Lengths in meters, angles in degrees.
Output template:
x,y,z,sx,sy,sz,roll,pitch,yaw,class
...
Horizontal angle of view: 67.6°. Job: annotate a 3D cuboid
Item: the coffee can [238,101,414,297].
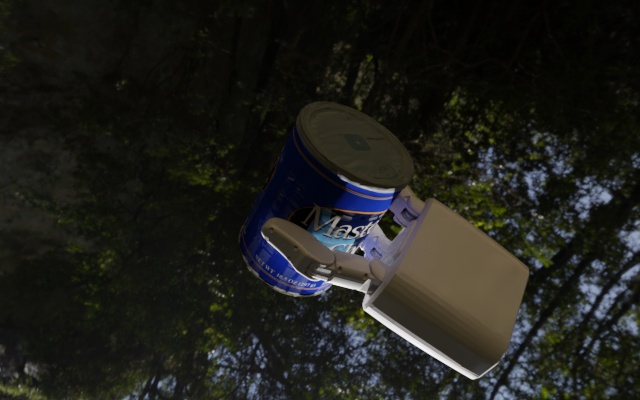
x,y,z,sx,sy,sz,roll,pitch,yaw,class
0.000,0.001,0.416,0.103,0.102,0.140,0,-44,-37,coffee can
